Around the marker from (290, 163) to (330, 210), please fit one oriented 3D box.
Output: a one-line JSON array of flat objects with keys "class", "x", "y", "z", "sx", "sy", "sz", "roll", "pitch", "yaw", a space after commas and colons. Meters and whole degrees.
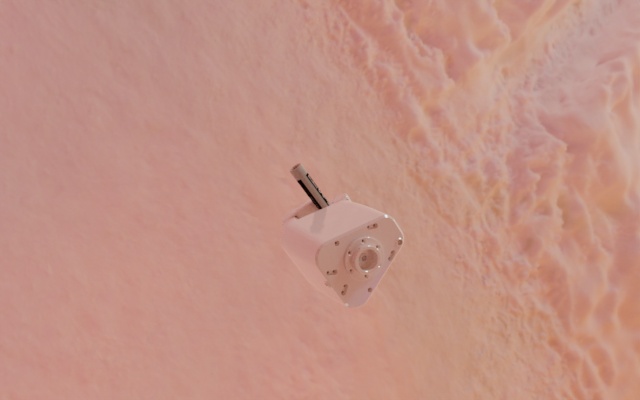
[{"class": "marker", "x": 0.000, "y": 0.002, "z": 0.646, "sx": 0.020, "sy": 0.121, "sz": 0.020, "roll": -31, "pitch": 21, "yaw": 13}]
